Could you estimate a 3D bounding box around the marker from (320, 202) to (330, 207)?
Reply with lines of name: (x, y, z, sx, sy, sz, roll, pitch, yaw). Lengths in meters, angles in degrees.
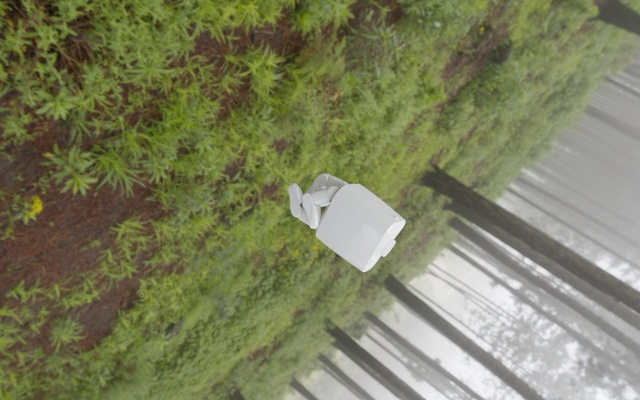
marker: (0.000, 0.003, 0.882, 0.020, 0.020, 0.121, 0, 4, 26)
